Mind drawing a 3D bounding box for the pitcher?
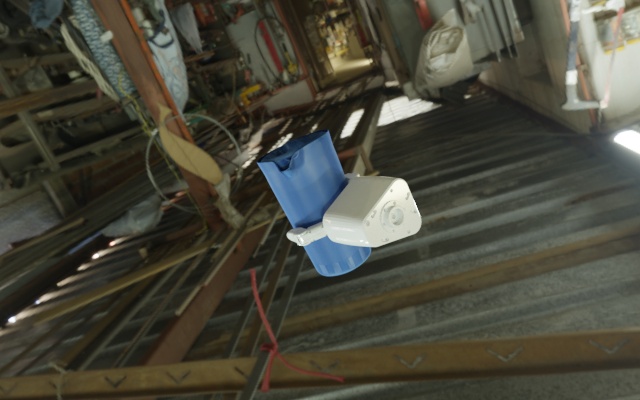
[{"bbox_3d":[0.000,0.003,0.852,0.149,0.243,0.145,-32,17,-27],"label":"pitcher"}]
